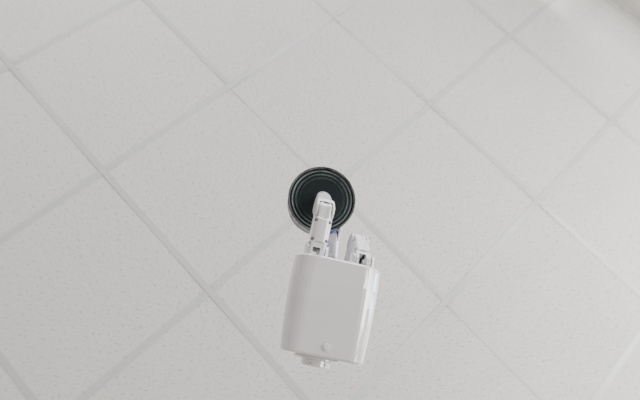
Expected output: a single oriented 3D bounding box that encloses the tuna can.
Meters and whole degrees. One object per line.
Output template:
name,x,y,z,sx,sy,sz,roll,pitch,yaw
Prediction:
tuna can,0.000,0.002,0.617,0.086,0.086,0.034,0,-16,-7
